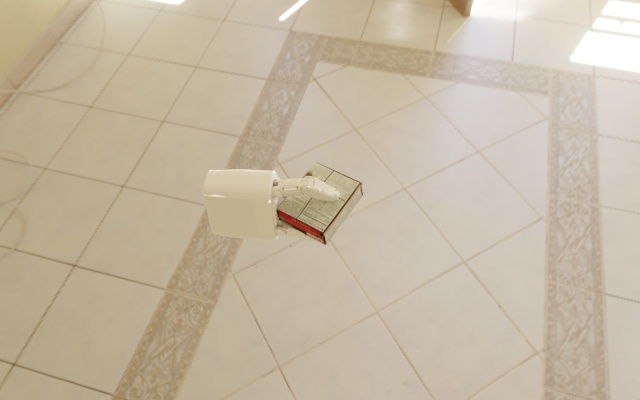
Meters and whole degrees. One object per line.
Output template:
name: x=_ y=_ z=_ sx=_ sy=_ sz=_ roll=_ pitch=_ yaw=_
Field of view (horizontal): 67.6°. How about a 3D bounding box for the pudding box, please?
pudding box: x=0.000 y=0.002 z=0.745 sx=0.090 sy=0.113 sz=0.039 roll=27 pitch=-26 yaw=22
